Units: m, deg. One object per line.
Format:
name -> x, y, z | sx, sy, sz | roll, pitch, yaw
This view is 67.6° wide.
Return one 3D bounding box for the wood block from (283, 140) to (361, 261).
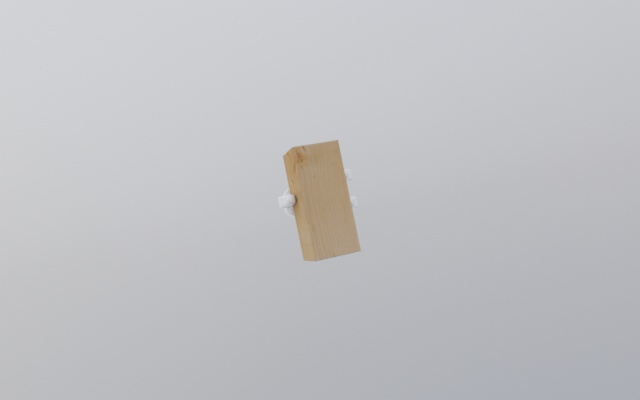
wood block -> 0.000, 0.003, 0.890 | 0.091, 0.206, 0.090 | -11, -3, -18
